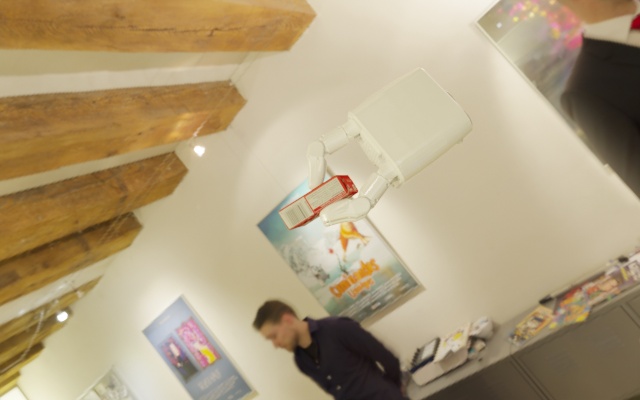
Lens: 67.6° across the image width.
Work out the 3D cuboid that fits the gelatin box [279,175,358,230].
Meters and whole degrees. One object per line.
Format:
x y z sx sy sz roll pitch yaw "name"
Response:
0.000 0.002 0.596 0.089 0.030 0.073 -32 -5 12 "gelatin box"
